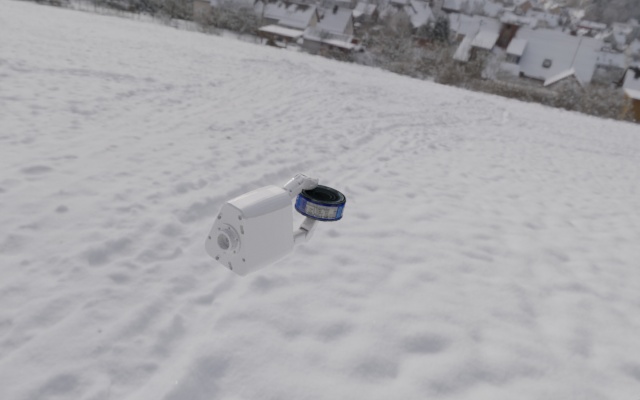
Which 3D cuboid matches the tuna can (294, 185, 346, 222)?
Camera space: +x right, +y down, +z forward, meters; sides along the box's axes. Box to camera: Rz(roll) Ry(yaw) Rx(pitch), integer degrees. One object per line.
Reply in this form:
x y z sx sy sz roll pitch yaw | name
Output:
0.000 0.002 0.815 0.086 0.034 0.086 12 21 -5 | tuna can
